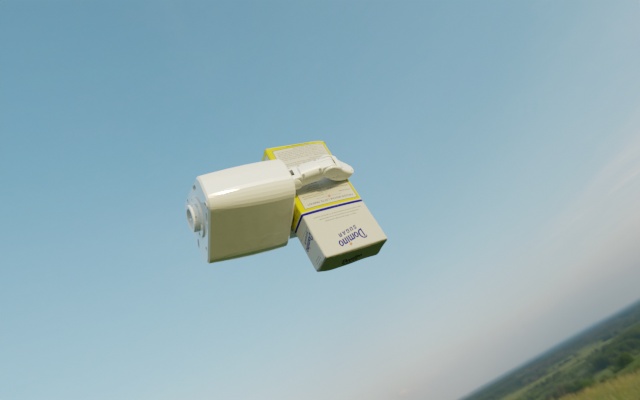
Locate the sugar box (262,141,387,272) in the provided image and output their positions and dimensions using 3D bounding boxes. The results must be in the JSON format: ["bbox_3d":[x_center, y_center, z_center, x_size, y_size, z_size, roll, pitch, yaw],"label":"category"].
[{"bbox_3d":[0.000,0.002,0.616,0.093,0.176,0.048,-13,-31,-28],"label":"sugar box"}]
